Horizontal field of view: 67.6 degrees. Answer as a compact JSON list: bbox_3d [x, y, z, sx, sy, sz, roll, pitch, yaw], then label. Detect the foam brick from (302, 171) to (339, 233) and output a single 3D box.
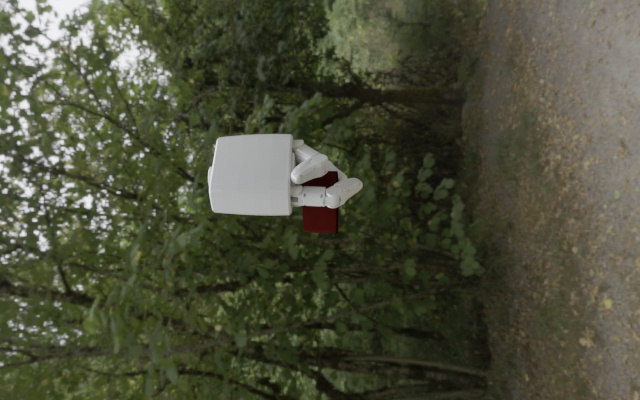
[{"bbox_3d":[0.000,0.003,0.691,0.051,0.078,0.053,-1,38,0],"label":"foam brick"}]
